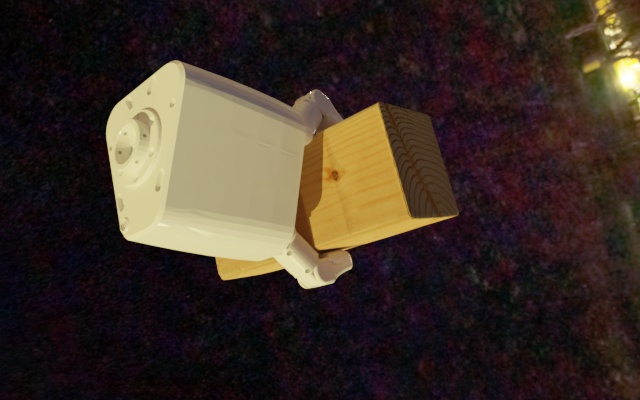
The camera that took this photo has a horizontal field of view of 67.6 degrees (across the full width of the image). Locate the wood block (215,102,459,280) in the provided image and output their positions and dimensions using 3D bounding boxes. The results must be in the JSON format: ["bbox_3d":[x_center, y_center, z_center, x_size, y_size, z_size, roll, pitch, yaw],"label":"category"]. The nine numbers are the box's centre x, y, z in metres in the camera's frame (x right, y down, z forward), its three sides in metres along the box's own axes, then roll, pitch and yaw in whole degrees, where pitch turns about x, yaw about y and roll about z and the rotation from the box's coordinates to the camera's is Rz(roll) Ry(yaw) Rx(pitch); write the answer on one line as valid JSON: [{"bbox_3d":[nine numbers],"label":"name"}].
[{"bbox_3d":[0.000,0.002,0.426,0.206,0.091,0.090,-21,-12,36],"label":"wood block"}]
